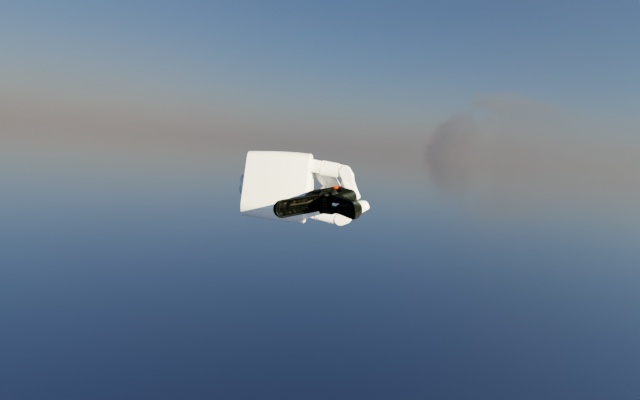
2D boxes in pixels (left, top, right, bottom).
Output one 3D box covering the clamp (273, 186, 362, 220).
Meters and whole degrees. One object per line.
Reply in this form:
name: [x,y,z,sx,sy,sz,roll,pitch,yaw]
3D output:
clamp: [0.000,0.002,0.702,0.120,0.039,0.171,5,7,3]
